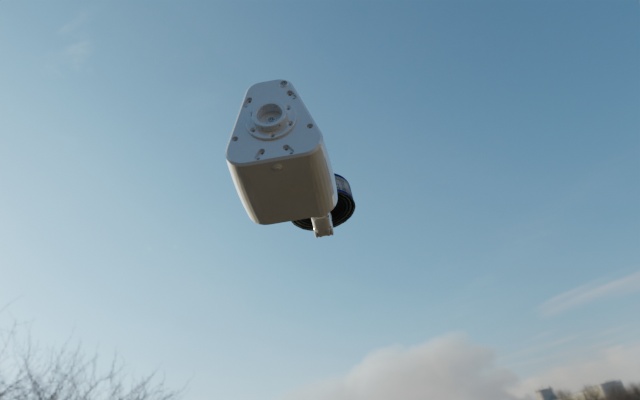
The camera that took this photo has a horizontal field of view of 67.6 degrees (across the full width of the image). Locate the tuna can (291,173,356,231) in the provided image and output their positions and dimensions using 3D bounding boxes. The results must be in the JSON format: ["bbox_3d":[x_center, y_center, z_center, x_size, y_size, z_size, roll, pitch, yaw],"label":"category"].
[{"bbox_3d":[0.000,0.002,0.618,0.086,0.033,0.086,-8,-36,-6],"label":"tuna can"}]
